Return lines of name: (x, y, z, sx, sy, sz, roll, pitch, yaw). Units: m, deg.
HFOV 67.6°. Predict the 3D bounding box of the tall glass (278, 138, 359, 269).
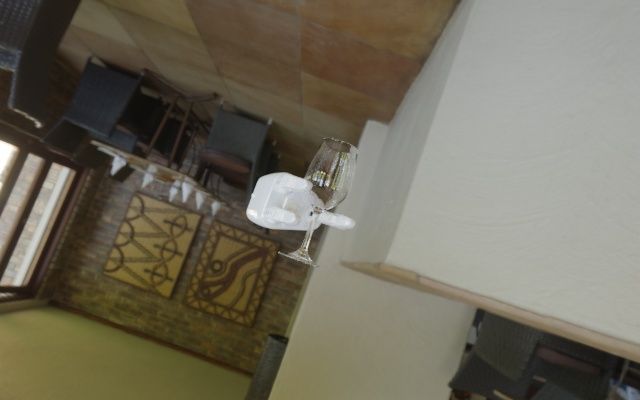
tall glass: (0.000, 0.003, 0.769, 0.079, 0.201, 0.079, 20, -7, 3)
